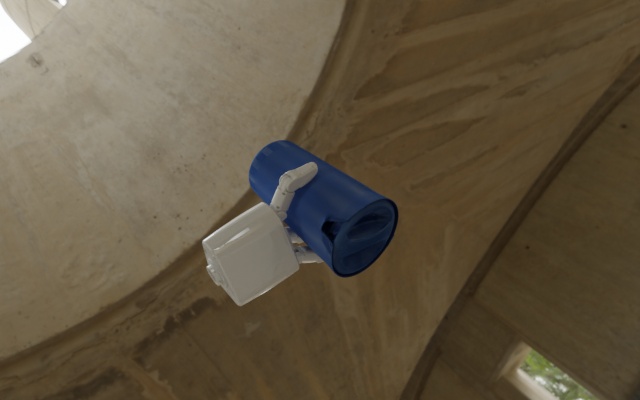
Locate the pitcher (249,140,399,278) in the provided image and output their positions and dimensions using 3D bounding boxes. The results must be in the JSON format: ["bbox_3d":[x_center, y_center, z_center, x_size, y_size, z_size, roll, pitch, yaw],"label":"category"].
[{"bbox_3d":[0.000,0.003,0.760,0.145,0.149,0.242,-33,49,-23],"label":"pitcher"}]
